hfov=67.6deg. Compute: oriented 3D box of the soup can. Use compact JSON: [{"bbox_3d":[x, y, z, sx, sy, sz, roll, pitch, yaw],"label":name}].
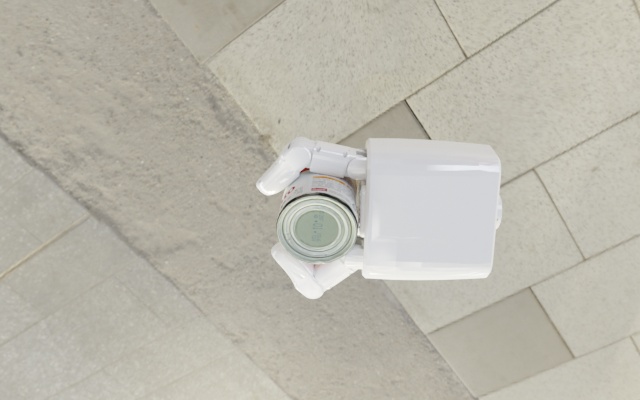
[{"bbox_3d":[0.000,0.001,0.423,0.068,0.068,0.102,0,28,4],"label":"soup can"}]
